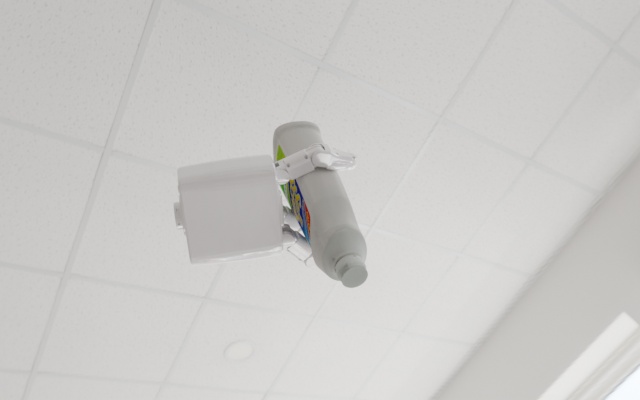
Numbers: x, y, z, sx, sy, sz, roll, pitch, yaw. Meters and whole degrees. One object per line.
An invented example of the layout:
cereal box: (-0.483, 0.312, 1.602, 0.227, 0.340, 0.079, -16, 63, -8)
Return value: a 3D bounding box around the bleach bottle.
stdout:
bleach bottle: (0.000, 0.002, 0.568, 0.068, 0.103, 0.250, -8, 35, -14)
